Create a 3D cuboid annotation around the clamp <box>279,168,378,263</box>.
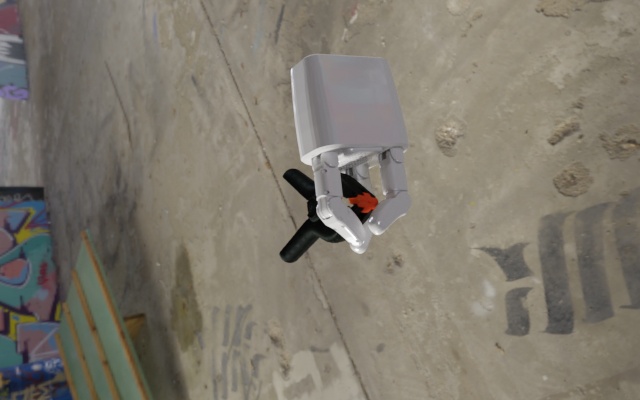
[{"bbox_3d":[0.000,0.002,0.561,0.039,0.120,0.171,2,-16,-39],"label":"clamp"}]
